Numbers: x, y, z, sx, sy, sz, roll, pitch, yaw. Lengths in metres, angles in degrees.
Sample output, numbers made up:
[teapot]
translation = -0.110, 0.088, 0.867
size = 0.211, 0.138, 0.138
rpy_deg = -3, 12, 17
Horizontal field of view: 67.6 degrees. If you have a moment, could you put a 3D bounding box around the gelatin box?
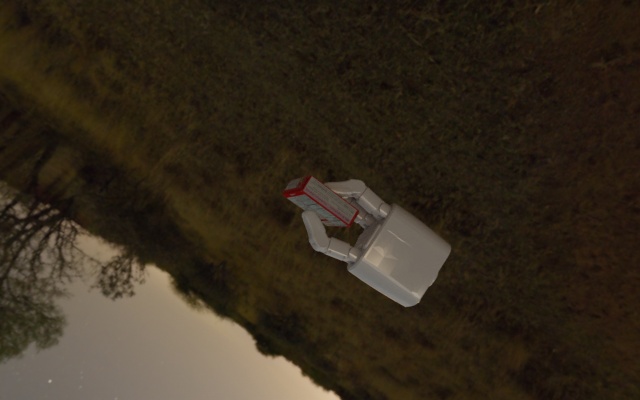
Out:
[gelatin box]
translation = 0.000, 0.002, 0.663
size = 0.089, 0.030, 0.073
rpy_deg = 35, -16, -18
